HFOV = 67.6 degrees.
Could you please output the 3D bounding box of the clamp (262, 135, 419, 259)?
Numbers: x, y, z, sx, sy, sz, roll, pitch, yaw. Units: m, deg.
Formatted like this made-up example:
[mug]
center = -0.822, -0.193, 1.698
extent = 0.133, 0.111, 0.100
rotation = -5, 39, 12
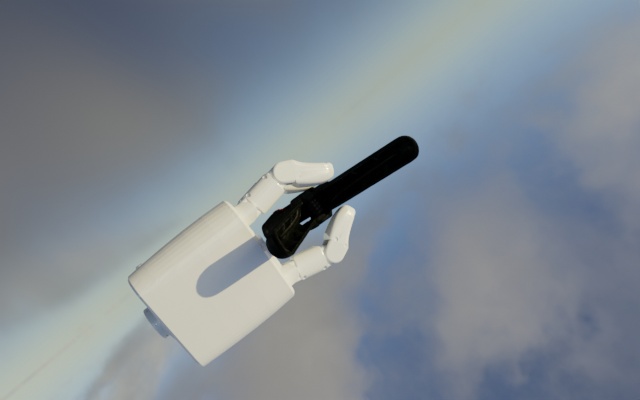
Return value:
[clamp]
center = 0.000, 0.002, 0.480
extent = 0.164, 0.036, 0.210
rotation = -35, 5, -16
